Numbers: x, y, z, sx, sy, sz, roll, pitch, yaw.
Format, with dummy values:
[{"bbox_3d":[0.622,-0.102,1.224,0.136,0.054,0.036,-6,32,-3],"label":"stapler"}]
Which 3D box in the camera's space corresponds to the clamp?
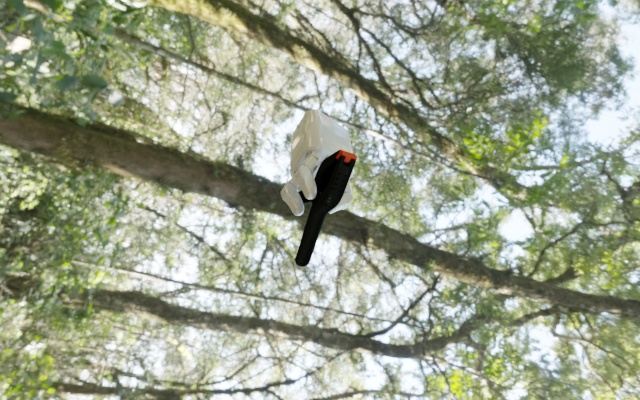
[{"bbox_3d":[0.001,0.002,0.806,0.036,0.164,0.210,14,-41,-23],"label":"clamp"}]
